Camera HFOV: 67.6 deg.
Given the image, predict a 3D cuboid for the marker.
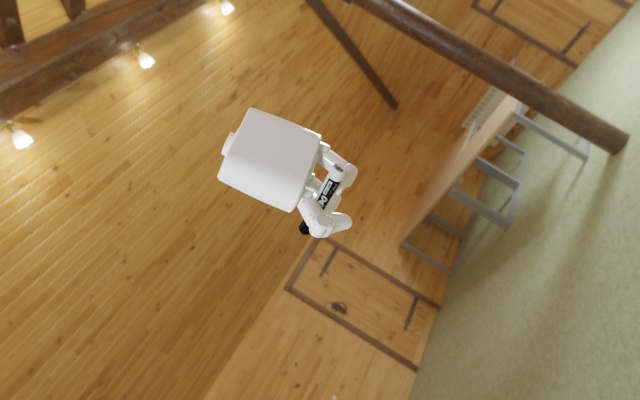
[{"bbox_3d":[0.000,0.002,0.617,0.020,0.020,0.121,0,-43,-33],"label":"marker"}]
